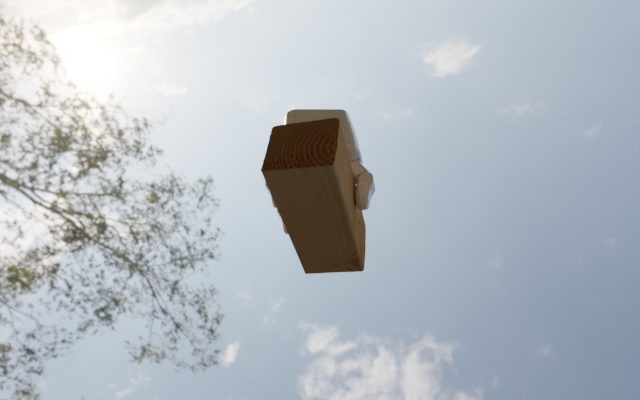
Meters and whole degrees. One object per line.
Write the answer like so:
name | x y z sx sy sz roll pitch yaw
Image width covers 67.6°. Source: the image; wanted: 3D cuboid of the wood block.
wood block | 0.000 0.002 0.645 0.091 0.090 0.206 -5 -45 14
